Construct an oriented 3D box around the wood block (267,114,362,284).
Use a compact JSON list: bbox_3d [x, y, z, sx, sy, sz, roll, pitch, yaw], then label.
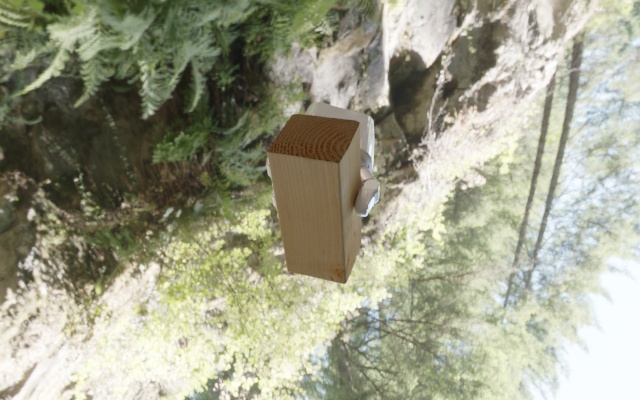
[{"bbox_3d":[0.001,0.002,0.626,0.091,0.206,0.090,9,43,17],"label":"wood block"}]
